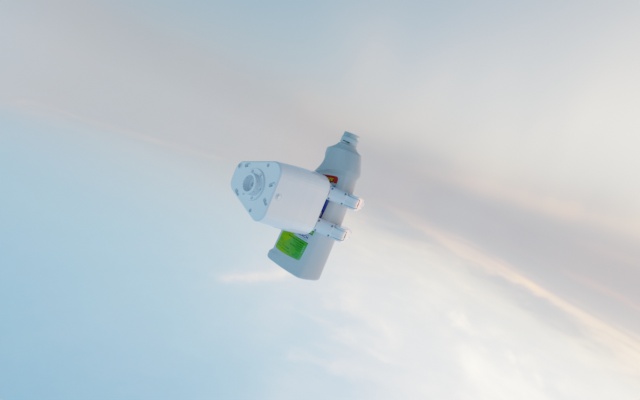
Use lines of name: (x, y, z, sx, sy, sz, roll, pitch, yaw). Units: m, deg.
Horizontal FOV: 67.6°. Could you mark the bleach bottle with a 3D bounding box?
bleach bottle: (0.000, 0.003, 0.808, 0.102, 0.251, 0.068, 27, 7, 42)
